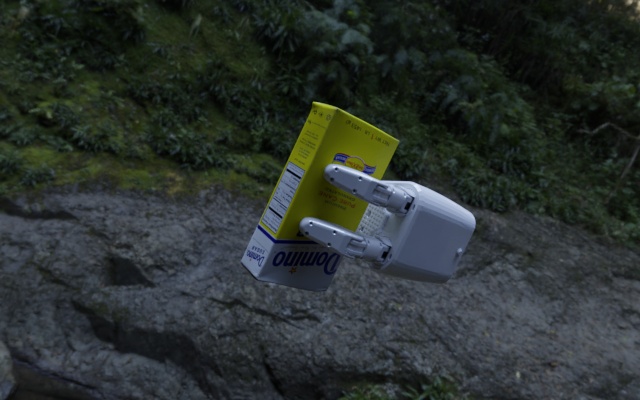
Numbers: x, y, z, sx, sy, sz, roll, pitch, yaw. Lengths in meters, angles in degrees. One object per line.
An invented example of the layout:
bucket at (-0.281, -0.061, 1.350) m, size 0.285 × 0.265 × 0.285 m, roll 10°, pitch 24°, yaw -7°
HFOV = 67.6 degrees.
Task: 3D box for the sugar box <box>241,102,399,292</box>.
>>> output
sugar box at (0.001, 0.002, 0.473) m, size 0.093 × 0.176 × 0.048 m, roll 19°, pitch 7°, yaw -39°
